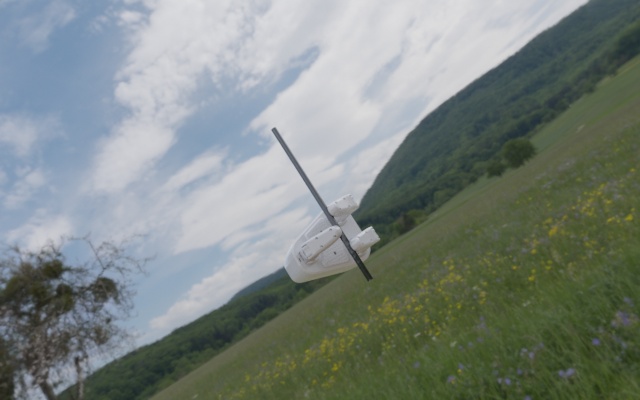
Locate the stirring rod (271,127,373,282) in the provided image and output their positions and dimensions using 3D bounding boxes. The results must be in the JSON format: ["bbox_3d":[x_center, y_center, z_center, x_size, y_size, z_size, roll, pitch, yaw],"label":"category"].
[{"bbox_3d":[0.000,0.002,0.630,0.011,0.239,0.011,-32,-10,-6],"label":"stirring rod"}]
